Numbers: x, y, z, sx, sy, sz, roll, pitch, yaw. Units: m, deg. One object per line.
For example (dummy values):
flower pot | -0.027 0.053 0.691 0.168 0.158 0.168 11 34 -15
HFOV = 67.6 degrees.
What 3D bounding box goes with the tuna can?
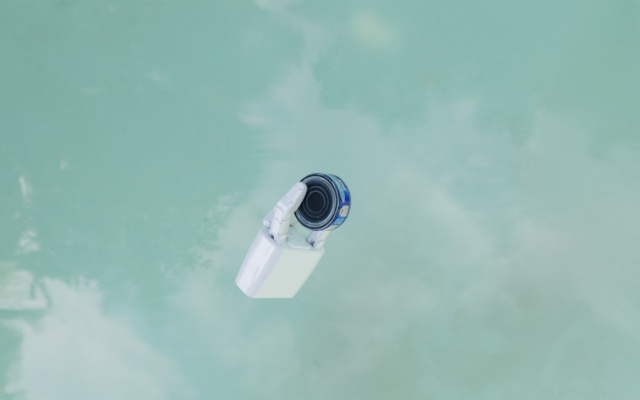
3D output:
tuna can | 0.000 0.002 0.699 0.086 0.086 0.034 0 -2 34
